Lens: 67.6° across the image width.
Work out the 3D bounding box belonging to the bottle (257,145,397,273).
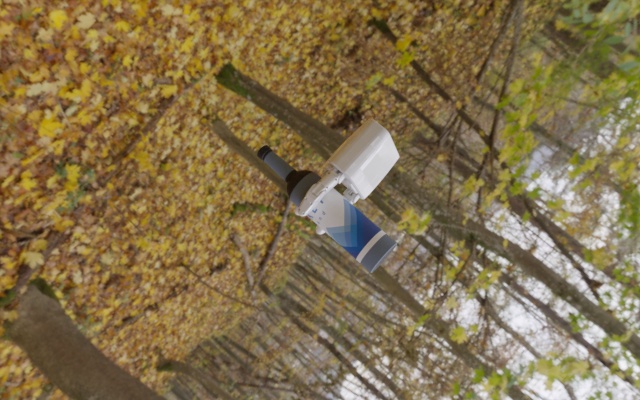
[{"bbox_3d":[0.000,0.003,0.837,0.295,0.069,0.069,41,13,15],"label":"bottle"}]
